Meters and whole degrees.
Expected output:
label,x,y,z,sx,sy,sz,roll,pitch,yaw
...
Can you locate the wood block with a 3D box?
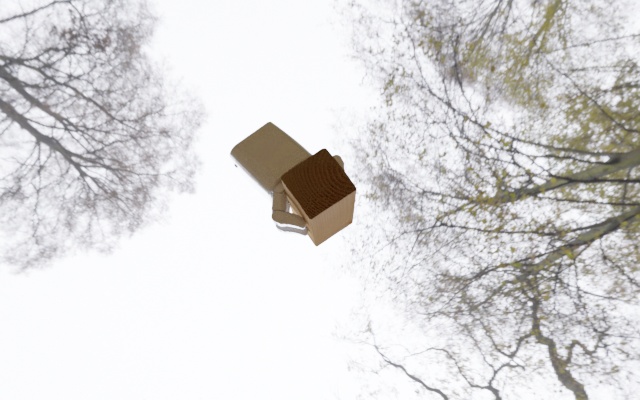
label,x,y,z,sx,sy,sz,roll,pitch,yaw
wood block,0.000,0.002,0.842,0.091,0.090,0.206,-34,-15,-8
